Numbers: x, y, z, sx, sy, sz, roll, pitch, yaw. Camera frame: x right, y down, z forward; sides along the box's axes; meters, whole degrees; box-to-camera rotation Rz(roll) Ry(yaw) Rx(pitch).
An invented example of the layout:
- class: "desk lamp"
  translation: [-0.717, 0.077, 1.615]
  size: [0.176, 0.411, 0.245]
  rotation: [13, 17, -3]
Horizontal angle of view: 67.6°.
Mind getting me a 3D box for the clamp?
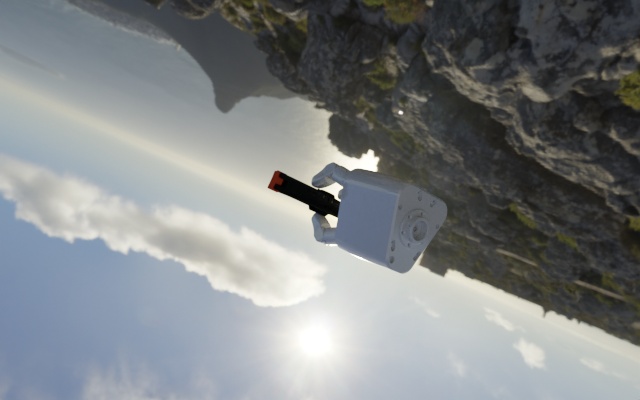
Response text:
- class: "clamp"
  translation: [0.000, 0.003, 0.735]
  size: [0.210, 0.036, 0.164]
  rotation: [25, -2, -35]
